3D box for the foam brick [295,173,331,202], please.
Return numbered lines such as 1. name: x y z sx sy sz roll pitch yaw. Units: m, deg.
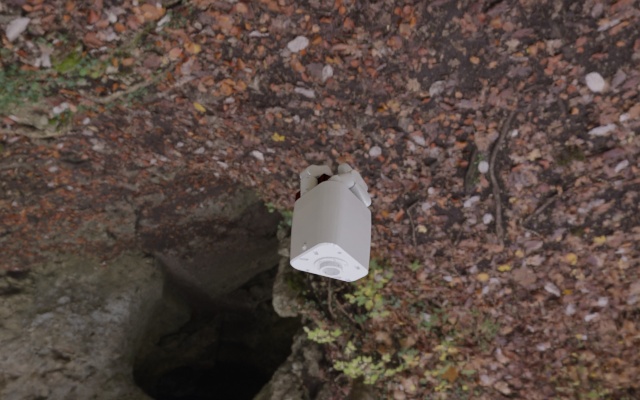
1. foam brick: 0.000 0.003 0.773 0.053 0.051 0.078 27 -41 -29
